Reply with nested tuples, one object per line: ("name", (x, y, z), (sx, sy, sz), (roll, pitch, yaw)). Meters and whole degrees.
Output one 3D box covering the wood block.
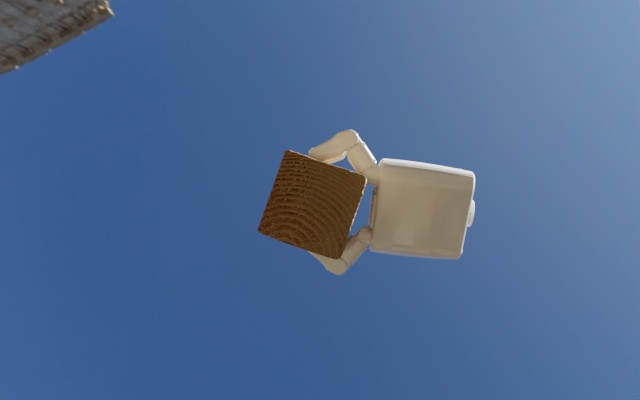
("wood block", (0.000, 0.002, 0.575), (0.090, 0.091, 0.206), (19, 3, 5))
